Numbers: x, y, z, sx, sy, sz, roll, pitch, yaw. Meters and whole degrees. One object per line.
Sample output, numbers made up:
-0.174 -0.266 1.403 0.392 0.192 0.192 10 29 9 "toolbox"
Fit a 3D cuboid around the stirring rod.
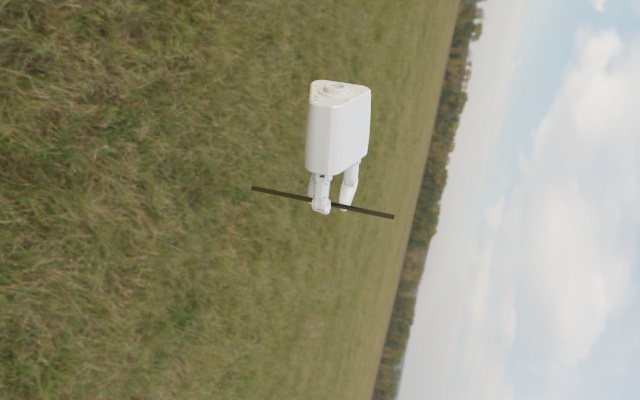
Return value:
0.000 0.002 0.772 0.239 0.011 0.011 12 3 13 "stirring rod"
